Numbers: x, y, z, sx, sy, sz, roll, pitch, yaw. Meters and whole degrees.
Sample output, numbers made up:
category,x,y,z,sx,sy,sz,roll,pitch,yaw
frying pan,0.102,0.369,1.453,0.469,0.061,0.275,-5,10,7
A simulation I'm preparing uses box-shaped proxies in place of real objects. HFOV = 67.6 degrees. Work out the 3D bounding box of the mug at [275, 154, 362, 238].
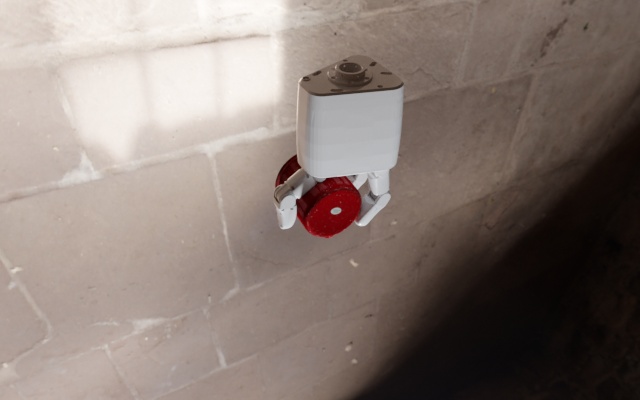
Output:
category,x,y,z,sx,sy,sz,roll,pitch,yaw
mug,0.000,0.003,0.624,0.093,0.117,0.081,-19,44,-19
